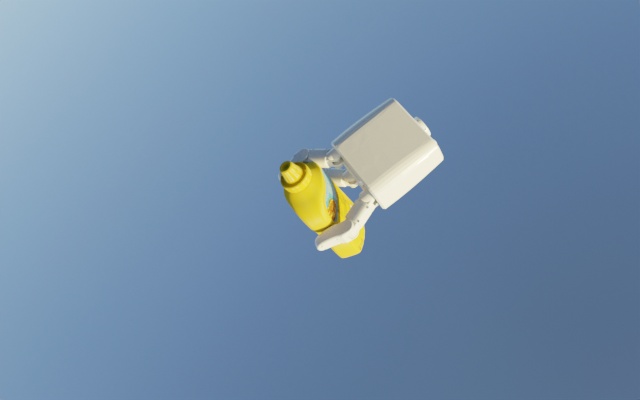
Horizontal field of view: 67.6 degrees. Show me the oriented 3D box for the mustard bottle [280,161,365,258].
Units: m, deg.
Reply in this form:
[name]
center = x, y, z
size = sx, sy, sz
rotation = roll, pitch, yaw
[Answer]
[mustard bottle]
center = 0.000, 0.002, 0.667
size = 0.058, 0.096, 0.192
rotation = -19, -36, 19
